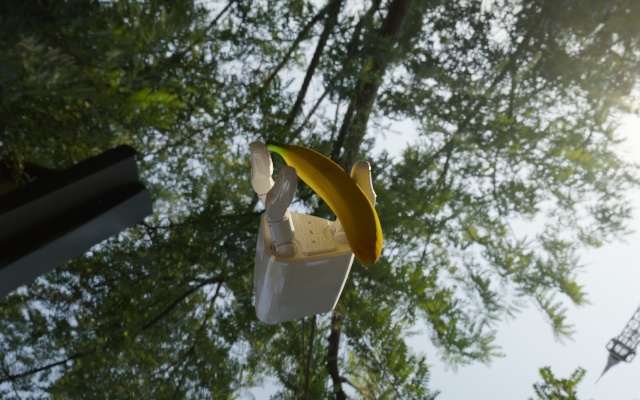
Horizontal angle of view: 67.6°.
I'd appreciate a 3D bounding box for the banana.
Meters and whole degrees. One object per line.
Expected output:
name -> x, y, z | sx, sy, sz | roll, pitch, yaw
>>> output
banana -> 0.013, -0.003, 0.490 | 0.069, 0.037, 0.197 | -9, 40, -35
